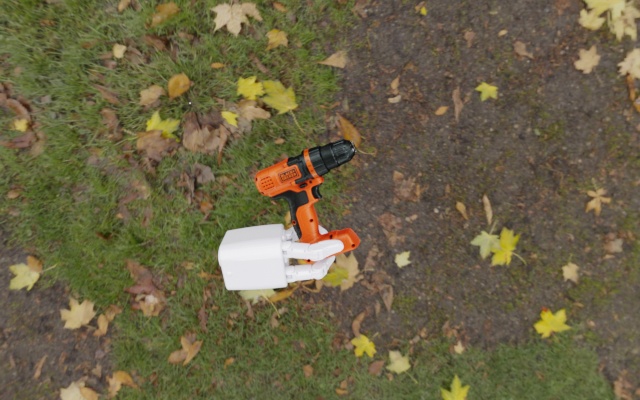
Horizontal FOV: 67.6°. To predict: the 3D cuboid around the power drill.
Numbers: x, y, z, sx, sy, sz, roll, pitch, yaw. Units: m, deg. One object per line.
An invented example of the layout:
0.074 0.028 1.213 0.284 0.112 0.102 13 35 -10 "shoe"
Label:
0.000 0.003 0.828 0.184 0.188 0.057 -20 9 16 "power drill"
